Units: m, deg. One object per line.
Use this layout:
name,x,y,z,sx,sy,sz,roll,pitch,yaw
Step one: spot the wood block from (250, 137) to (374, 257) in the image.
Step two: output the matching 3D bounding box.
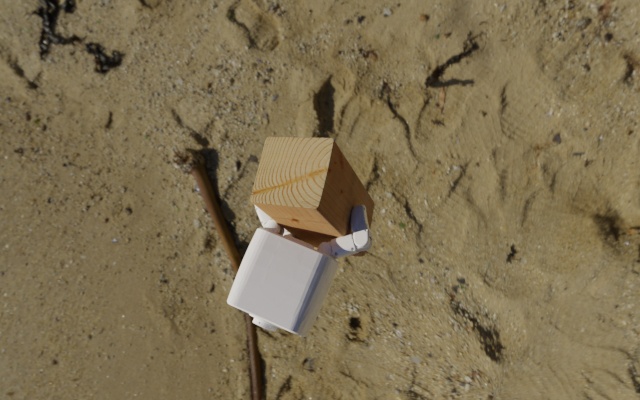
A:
wood block,0.000,0.002,0.643,0.091,0.090,0.206,5,-19,22
